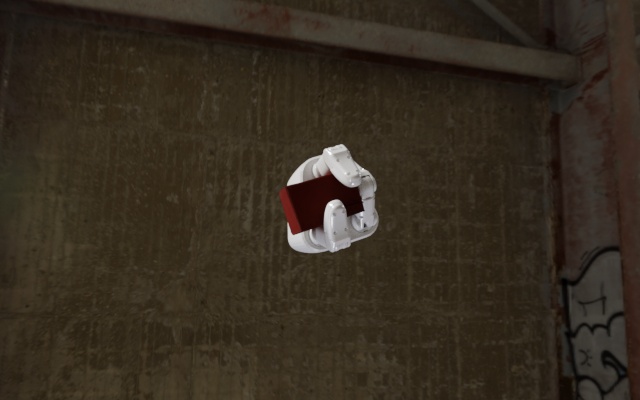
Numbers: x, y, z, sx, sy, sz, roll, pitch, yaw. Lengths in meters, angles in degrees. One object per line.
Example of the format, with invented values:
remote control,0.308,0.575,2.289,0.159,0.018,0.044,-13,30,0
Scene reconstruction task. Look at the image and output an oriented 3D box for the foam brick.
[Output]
foam brick,0.000,0.002,0.528,0.078,0.053,0.051,-17,-2,-17
